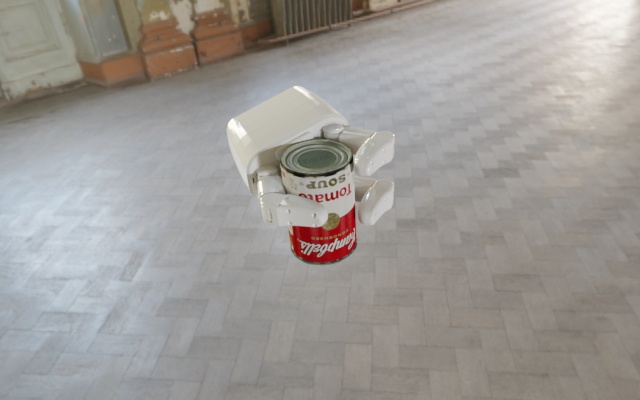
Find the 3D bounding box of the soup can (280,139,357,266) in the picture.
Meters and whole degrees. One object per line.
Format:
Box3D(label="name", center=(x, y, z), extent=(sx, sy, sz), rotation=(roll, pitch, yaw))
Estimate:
Box3D(label="soup can", center=(0.000, 0.002, 0.455), extent=(0.068, 0.102, 0.068), rotation=(-3, 34, 2))
